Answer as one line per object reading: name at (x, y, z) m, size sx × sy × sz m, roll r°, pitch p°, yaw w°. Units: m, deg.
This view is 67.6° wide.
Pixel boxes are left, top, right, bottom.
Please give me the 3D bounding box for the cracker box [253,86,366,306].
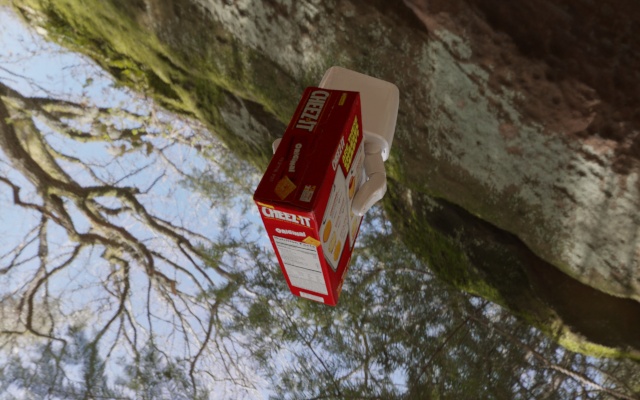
cracker box at (0.000, 0.002, 0.564) m, size 0.072 × 0.164 × 0.214 m, roll 10°, pitch -33°, yaw 16°
